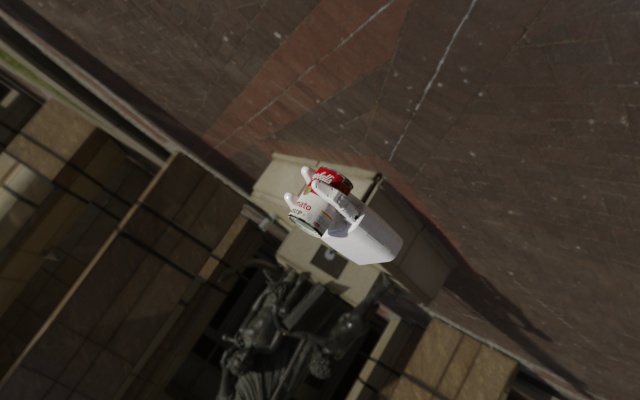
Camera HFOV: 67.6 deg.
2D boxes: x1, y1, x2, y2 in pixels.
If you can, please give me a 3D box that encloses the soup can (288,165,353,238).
[{"bbox_3d":[0.000,0.003,0.793,0.068,0.102,0.068,31,-13,8],"label":"soup can"}]
